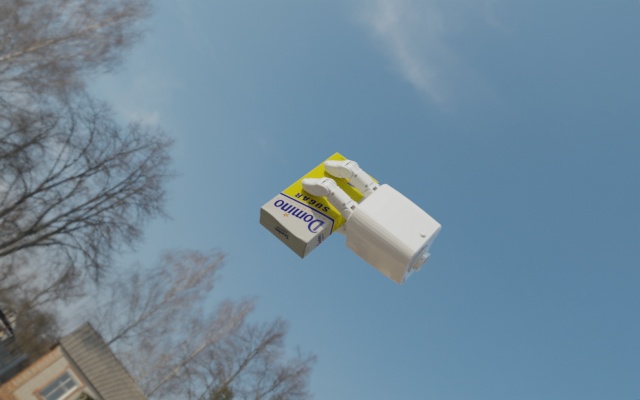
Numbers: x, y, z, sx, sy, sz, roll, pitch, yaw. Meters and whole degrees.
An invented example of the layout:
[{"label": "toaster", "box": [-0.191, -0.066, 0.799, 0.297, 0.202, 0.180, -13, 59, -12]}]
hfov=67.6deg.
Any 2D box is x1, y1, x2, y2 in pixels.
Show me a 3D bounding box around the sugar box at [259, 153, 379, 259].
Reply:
[{"label": "sugar box", "box": [0.000, 0.002, 0.739, 0.093, 0.048, 0.176, 37, 51, 20]}]
